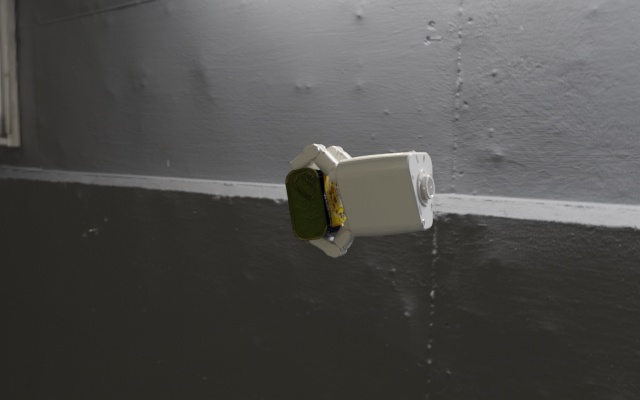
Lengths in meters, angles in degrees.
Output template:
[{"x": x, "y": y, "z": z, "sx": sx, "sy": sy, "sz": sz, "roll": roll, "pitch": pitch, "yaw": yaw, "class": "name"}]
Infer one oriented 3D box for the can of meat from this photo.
[{"x": 0.000, "y": 0.002, "z": 0.702, "sx": 0.057, "sy": 0.102, "sz": 0.084, "roll": -10, "pitch": -1, "yaw": 32, "class": "can of meat"}]
